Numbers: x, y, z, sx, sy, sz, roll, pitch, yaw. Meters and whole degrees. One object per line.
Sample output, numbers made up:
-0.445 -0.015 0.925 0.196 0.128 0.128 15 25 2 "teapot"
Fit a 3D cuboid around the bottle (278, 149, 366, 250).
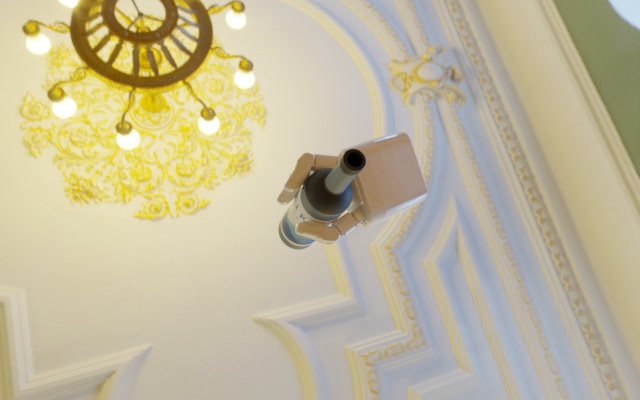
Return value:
0.000 0.002 0.667 0.069 0.069 0.296 0 -19 -16 "bottle"
